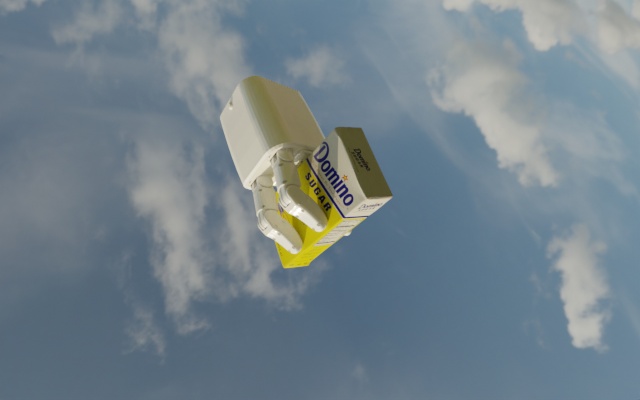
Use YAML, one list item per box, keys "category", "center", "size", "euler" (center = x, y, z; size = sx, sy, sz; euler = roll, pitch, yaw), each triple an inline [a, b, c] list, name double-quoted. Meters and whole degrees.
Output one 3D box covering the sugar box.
- category: "sugar box"
  center: [0.000, 0.002, 0.561]
  size: [0.048, 0.093, 0.176]
  euler: [-5, -28, -37]
